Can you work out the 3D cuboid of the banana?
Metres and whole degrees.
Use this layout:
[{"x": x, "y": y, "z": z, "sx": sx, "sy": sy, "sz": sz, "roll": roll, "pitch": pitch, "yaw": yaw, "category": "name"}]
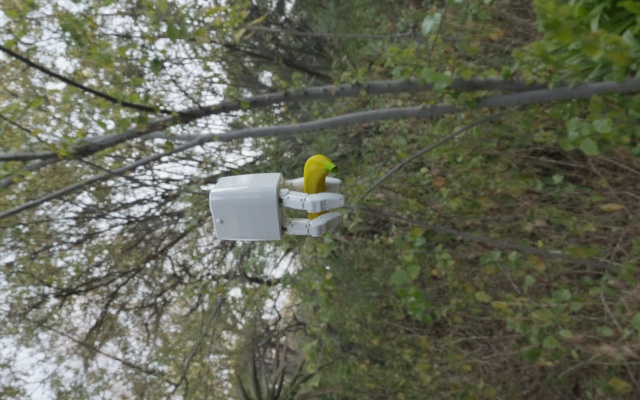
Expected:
[{"x": -0.005, "y": -0.014, "z": 0.779, "sx": 0.037, "sy": 0.069, "sz": 0.198, "roll": -12, "pitch": -32, "yaw": -11, "category": "banana"}]
